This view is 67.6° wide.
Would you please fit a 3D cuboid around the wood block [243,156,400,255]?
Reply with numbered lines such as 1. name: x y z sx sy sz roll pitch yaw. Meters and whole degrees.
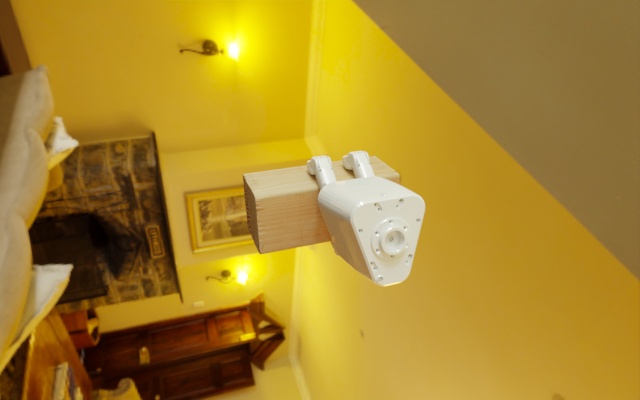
1. wood block: 0.000 0.003 0.692 0.206 0.091 0.090 -9 26 -17
